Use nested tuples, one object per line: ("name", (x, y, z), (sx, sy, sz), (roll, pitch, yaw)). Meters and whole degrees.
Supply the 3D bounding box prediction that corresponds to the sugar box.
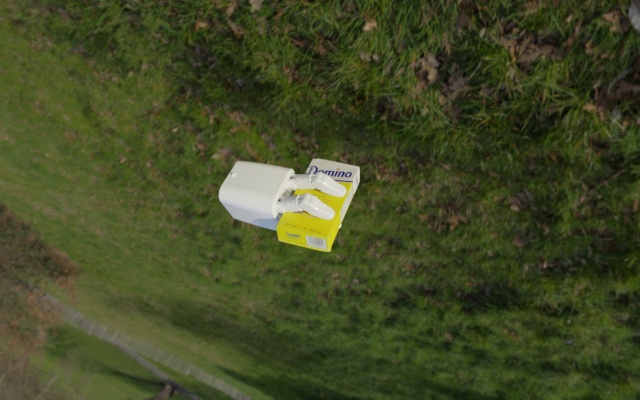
("sugar box", (0.000, 0.002, 0.829), (0.093, 0.176, 0.048), (12, -39, 15))
